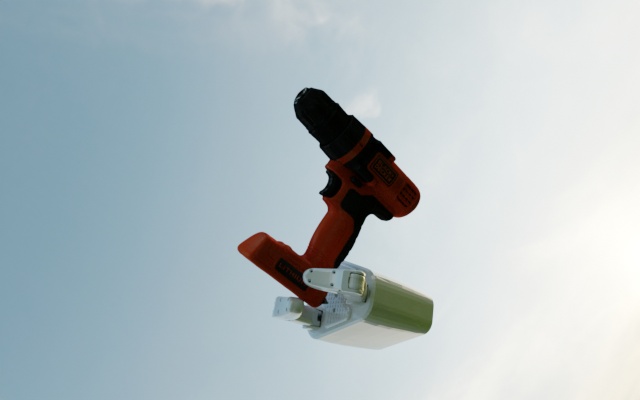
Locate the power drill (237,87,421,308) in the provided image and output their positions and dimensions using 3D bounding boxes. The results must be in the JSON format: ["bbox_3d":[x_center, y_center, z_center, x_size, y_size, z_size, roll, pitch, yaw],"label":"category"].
[{"bbox_3d":[0.000,0.002,0.503,0.184,0.187,0.057,42,-10,-20],"label":"power drill"}]
